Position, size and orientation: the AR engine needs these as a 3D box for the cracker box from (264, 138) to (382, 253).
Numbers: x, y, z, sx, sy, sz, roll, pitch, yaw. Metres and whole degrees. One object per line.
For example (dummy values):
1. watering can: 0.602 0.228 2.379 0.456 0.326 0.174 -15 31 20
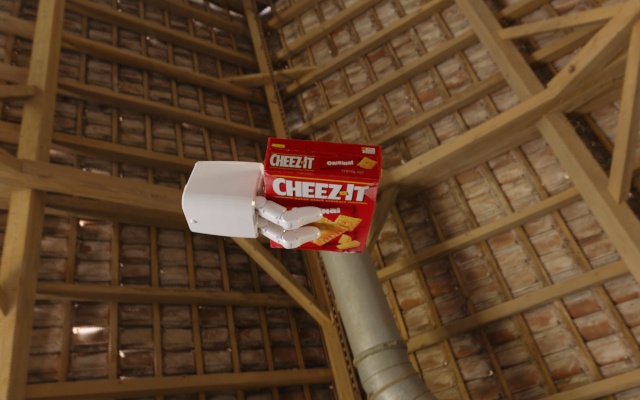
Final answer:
1. cracker box: 0.000 0.002 0.748 0.164 0.072 0.214 4 -34 0
